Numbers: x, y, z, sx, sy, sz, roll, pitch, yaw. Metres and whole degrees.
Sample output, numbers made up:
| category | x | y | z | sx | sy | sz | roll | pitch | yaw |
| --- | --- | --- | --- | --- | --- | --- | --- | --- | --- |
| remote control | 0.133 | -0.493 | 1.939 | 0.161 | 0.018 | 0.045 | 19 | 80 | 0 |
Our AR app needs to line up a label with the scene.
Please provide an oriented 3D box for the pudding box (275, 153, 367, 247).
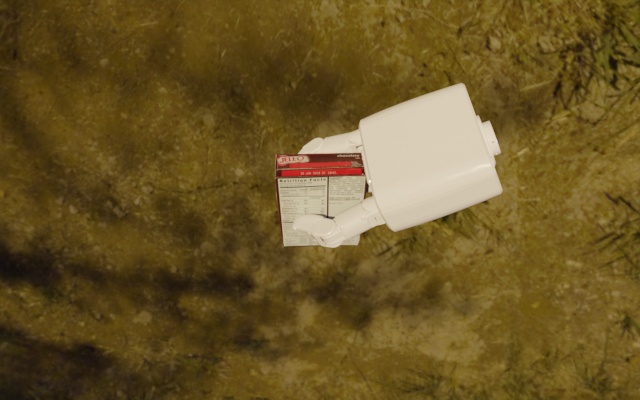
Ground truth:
| category | x | y | z | sx | sy | sz | roll | pitch | yaw |
| --- | --- | --- | --- | --- | --- | --- | --- | --- | --- |
| pudding box | 0.000 | 0.002 | 0.500 | 0.090 | 0.039 | 0.114 | -1 | -45 | -1 |
